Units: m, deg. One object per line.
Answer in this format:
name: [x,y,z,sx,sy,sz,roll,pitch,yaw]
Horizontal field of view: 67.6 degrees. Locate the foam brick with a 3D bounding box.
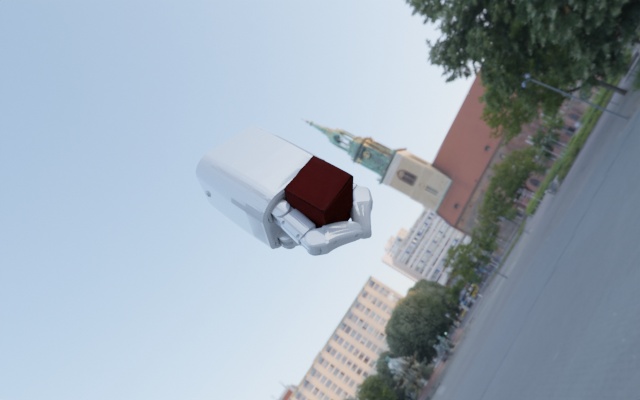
foam brick: [0.000,0.001,0.505,0.051,0.053,0.078,31,-25,20]
